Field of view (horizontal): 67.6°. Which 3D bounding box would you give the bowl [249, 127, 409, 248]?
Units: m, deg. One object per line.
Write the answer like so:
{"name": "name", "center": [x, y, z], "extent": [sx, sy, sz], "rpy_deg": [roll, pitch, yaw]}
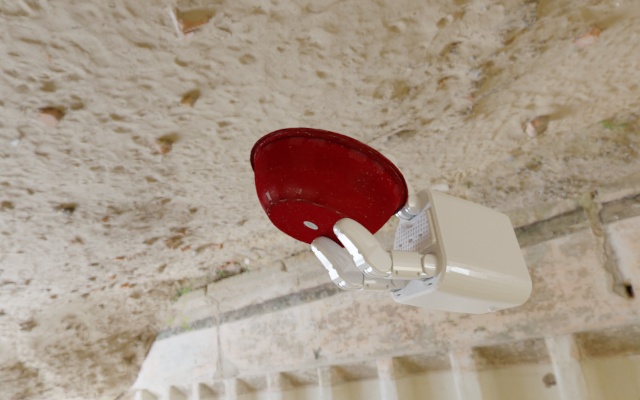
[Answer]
{"name": "bowl", "center": [-0.001, 0.001, 0.462], "extent": [0.162, 0.055, 0.162], "rpy_deg": [14, -28, 8]}
